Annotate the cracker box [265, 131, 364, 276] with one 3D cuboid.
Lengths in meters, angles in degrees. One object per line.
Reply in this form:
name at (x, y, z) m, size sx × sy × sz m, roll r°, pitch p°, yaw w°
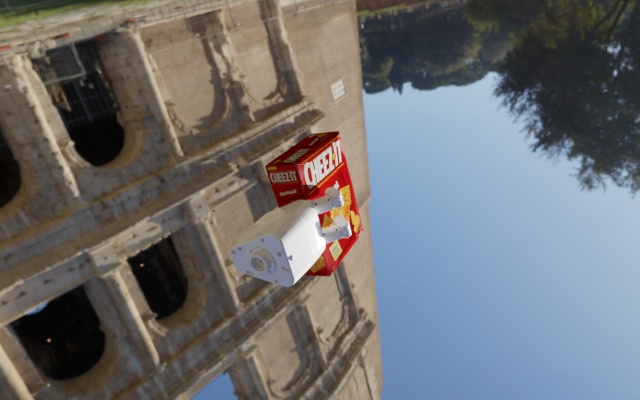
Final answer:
cracker box at (0.000, 0.003, 0.858) m, size 0.072 × 0.214 × 0.164 m, roll -2°, pitch 25°, yaw 31°
